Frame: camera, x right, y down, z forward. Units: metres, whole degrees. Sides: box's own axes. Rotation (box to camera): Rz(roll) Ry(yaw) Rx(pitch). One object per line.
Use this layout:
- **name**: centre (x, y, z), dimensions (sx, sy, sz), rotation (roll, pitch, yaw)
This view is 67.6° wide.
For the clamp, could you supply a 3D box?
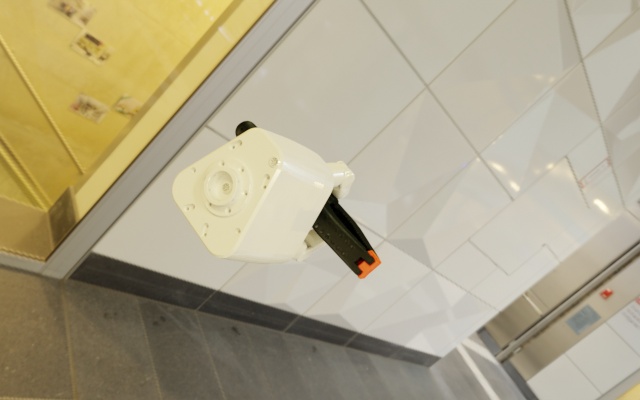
- **clamp**: centre (0.001, 0.002, 0.559), dimensions (0.036, 0.210, 0.164), rotation (-44, -21, 12)
